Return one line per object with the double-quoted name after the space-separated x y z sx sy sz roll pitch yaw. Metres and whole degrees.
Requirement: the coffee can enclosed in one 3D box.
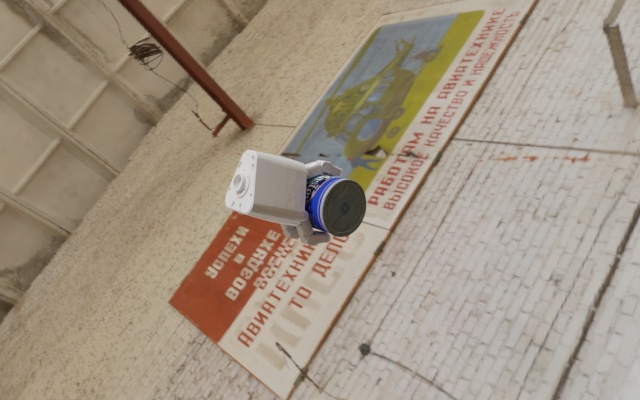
0.000 0.003 0.882 0.103 0.103 0.140 0 9 -39 "coffee can"
